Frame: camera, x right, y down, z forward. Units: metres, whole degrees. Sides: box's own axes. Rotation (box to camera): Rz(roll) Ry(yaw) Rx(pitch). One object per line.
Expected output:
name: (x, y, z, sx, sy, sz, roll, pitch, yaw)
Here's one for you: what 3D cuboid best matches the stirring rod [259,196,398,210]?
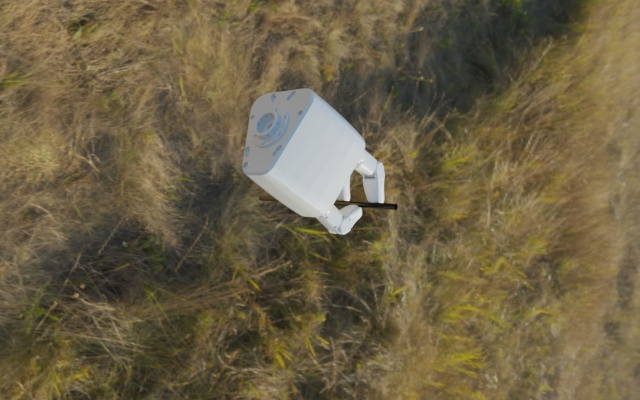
stirring rod: (0.000, 0.002, 0.668, 0.239, 0.011, 0.011, 3, 2, 39)
